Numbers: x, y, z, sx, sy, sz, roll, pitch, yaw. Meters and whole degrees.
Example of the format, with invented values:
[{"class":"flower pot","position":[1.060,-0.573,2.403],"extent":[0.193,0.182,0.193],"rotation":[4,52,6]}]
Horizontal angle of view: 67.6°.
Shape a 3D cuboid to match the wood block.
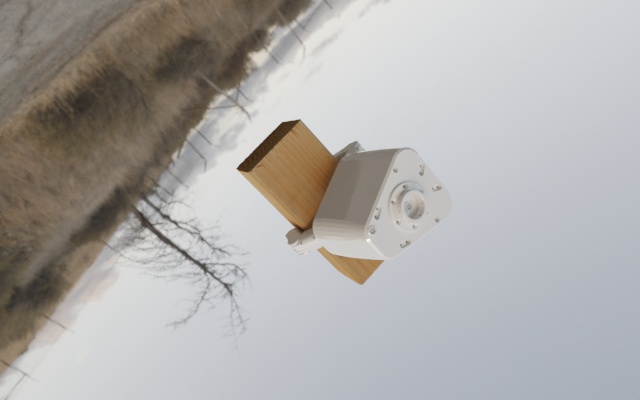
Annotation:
[{"class":"wood block","position":[0.000,0.002,0.620],"extent":[0.206,0.091,0.090],"rotation":[47,-10,-19]}]
